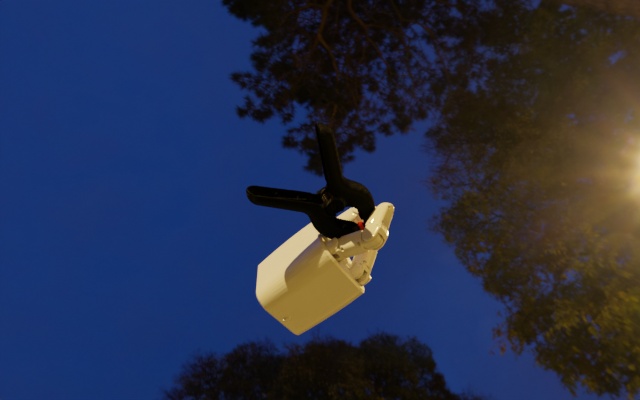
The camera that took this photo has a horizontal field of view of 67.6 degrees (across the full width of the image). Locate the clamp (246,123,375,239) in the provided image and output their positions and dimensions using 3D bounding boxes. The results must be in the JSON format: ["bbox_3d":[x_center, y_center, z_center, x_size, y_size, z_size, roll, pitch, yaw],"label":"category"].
[{"bbox_3d":[0.000,0.002,0.560,0.120,0.171,0.039,-31,33,14],"label":"clamp"}]
